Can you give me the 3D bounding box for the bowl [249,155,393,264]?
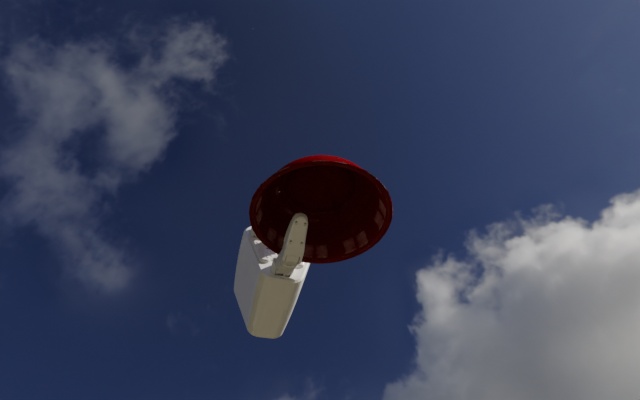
[{"bbox_3d":[0.001,0.001,0.555,0.162,0.162,0.055,0,43,-2],"label":"bowl"}]
